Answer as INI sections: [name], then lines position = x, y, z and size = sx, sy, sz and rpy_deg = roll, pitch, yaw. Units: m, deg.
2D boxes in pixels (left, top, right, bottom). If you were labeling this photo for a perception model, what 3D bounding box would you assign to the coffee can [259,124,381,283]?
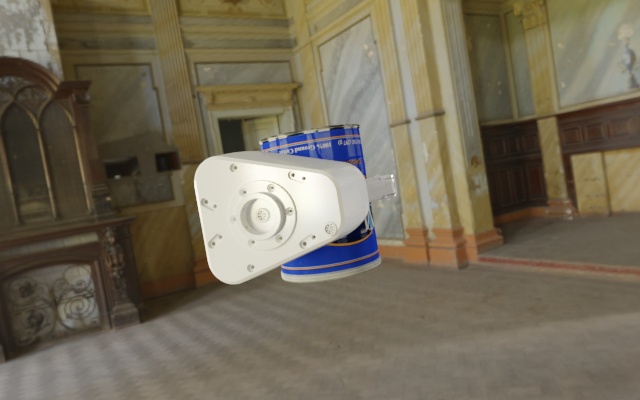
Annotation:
[coffee can]
position = 0.000, 0.002, 0.484
size = 0.103, 0.140, 0.103
rpy_deg = -9, 3, 0
